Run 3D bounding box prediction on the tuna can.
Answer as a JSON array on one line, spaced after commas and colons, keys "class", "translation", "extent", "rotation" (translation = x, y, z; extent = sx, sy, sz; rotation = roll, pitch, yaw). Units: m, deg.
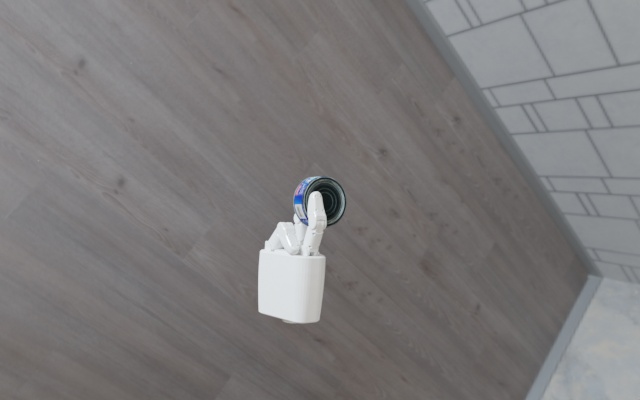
[{"class": "tuna can", "translation": [0.000, 0.002, 0.785], "extent": [0.086, 0.086, 0.034], "rotation": [0, -1, -31]}]
